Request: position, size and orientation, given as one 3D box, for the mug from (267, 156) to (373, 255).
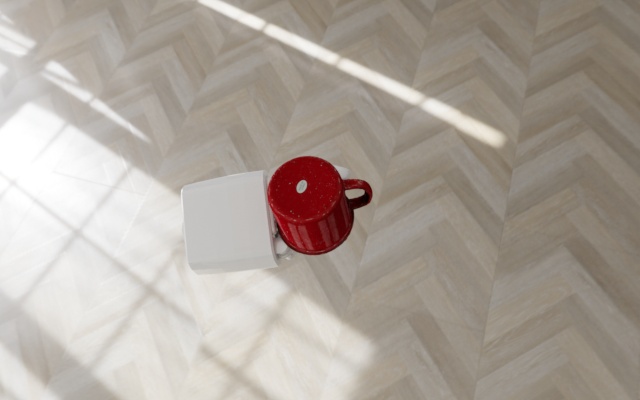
[{"bbox_3d":[0.001,0.001,0.529,0.117,0.093,0.081,-10,-27,4],"label":"mug"}]
